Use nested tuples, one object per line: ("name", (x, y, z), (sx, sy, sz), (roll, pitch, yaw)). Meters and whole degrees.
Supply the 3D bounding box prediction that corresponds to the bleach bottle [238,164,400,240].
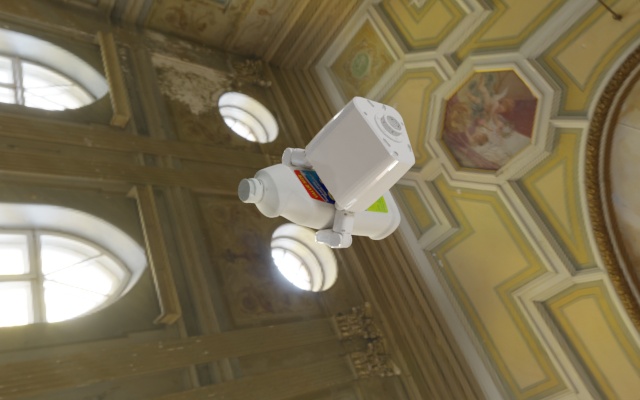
("bleach bottle", (0.000, 0.002, 0.678), (0.251, 0.102, 0.068), (5, -37, -42))
